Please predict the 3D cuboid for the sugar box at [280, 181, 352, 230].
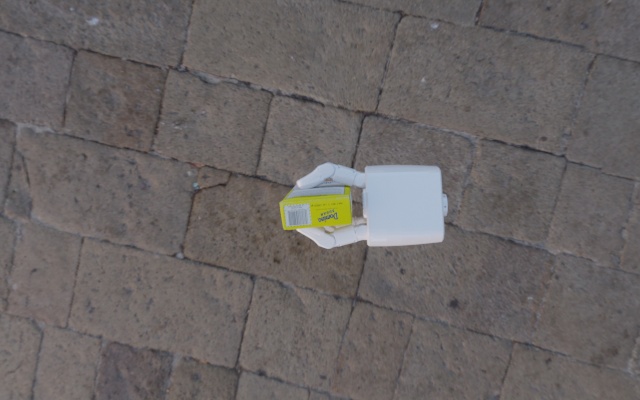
[{"bbox_3d":[0.000,0.003,0.701,0.093,0.048,0.176,-4,6,5],"label":"sugar box"}]
